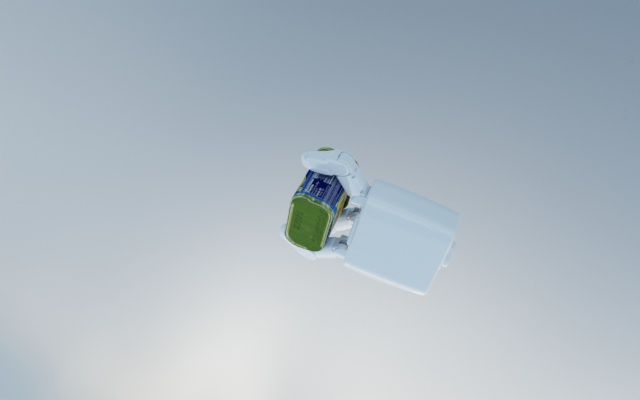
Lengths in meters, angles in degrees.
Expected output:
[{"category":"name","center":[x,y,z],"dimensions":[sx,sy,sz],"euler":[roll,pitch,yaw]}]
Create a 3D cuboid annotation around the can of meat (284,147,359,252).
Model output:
[{"category":"can of meat","center":[0.000,0.002,0.575],"dimensions":[0.057,0.084,0.102],"euler":[23,-39,7]}]
